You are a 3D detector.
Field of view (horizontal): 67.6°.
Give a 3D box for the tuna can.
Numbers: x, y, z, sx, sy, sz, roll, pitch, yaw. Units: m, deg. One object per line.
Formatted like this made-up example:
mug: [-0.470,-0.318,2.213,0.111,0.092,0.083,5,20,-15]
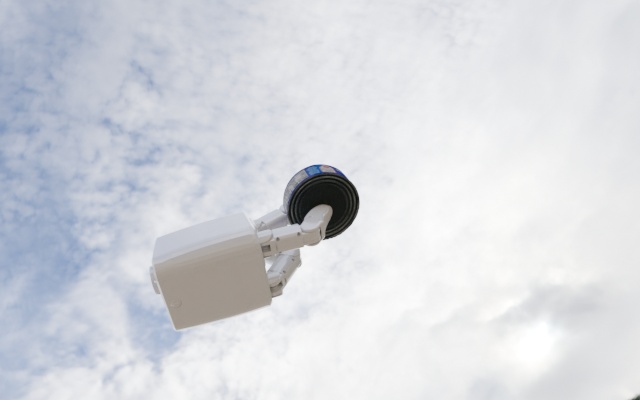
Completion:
tuna can: [0.000,0.002,0.557,0.086,0.086,0.033,0,25,-17]
